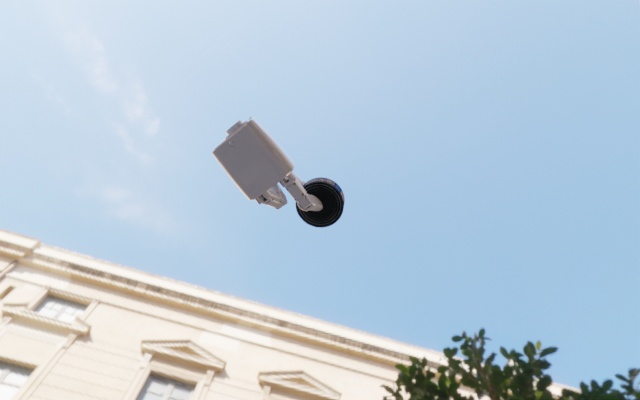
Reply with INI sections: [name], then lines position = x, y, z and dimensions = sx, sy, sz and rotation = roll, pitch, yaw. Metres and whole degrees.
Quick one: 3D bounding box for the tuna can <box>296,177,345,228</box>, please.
[tuna can]
position = 0.000, 0.003, 0.852
dimensions = 0.086, 0.086, 0.033
rotation = 0, 20, 7
